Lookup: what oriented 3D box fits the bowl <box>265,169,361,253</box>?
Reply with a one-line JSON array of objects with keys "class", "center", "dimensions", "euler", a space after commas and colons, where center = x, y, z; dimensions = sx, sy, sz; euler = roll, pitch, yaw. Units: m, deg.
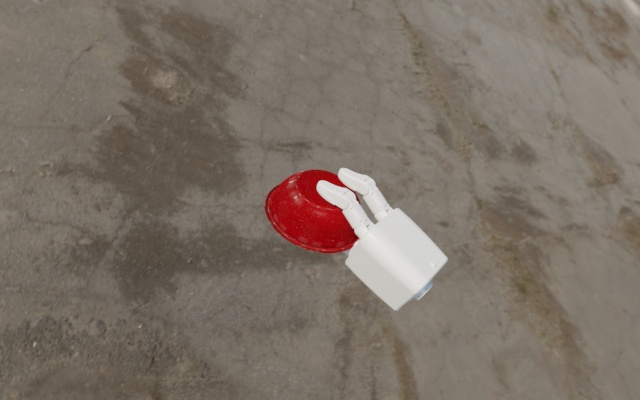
[{"class": "bowl", "center": [-0.001, 0.001, 0.722], "dimensions": [0.162, 0.055, 0.162], "euler": [12, 39, -10]}]
